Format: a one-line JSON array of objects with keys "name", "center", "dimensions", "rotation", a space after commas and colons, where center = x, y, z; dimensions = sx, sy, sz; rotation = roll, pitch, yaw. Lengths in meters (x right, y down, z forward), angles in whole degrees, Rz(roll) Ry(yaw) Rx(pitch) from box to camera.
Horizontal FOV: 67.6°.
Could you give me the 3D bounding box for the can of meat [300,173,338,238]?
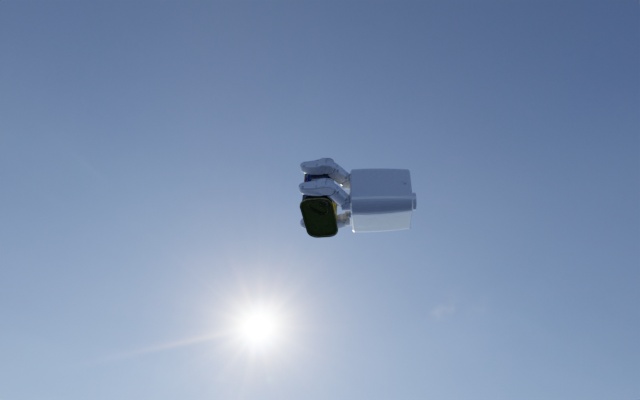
[{"name": "can of meat", "center": [0.000, 0.003, 0.861], "dimensions": [0.057, 0.083, 0.102], "rotation": [-4, -44, 9]}]
